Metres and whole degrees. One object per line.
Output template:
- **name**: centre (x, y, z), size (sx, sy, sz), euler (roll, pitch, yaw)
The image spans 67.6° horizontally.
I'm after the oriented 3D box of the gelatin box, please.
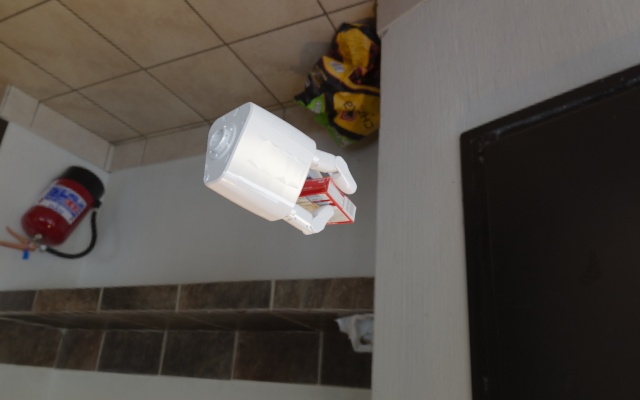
- **gelatin box**: centre (0.000, 0.003, 0.699), size (0.073, 0.030, 0.089), euler (-7, -35, 31)
